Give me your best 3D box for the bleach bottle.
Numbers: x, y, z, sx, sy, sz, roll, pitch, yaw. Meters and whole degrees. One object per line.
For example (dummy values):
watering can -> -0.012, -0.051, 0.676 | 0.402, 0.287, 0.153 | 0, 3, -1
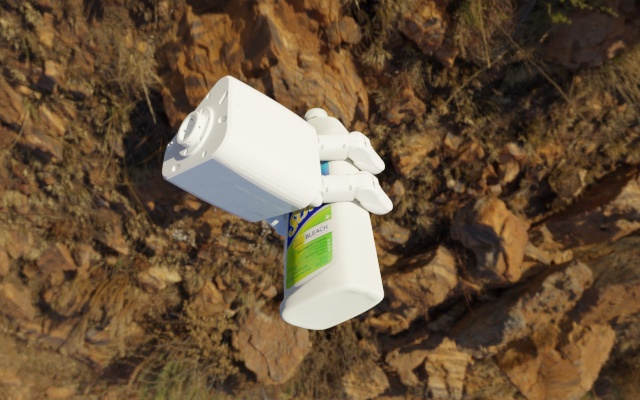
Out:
bleach bottle -> 0.000, 0.002, 0.518 | 0.068, 0.250, 0.102 | 27, -48, -37
